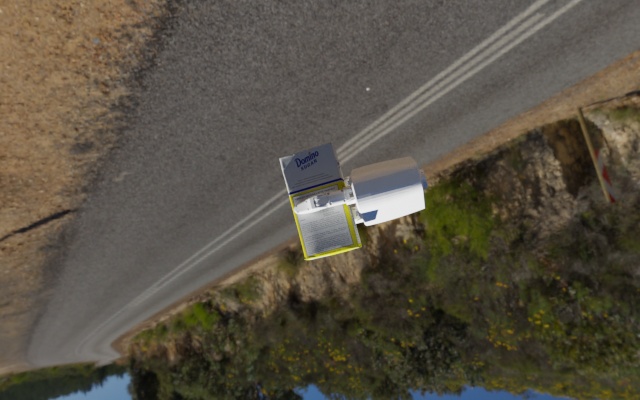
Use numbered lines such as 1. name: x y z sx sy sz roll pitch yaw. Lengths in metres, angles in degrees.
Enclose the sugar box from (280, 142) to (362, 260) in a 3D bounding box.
1. sugar box: 0.000 0.003 0.786 0.093 0.176 0.048 -15 -8 11
